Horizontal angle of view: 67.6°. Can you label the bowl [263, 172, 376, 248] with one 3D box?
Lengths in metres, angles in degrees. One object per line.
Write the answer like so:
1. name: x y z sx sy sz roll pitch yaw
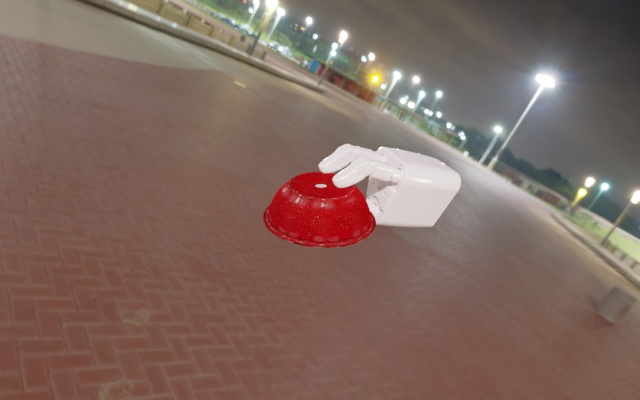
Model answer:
1. bowl: -0.001 0.002 0.669 0.162 0.055 0.162 3 26 -1
